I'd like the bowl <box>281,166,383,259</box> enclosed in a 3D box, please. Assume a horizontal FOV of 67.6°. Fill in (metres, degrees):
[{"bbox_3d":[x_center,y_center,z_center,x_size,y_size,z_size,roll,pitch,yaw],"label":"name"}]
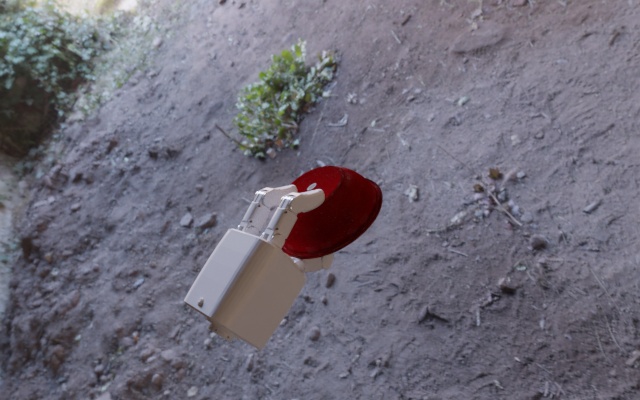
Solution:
[{"bbox_3d":[0.000,0.001,0.650,0.162,0.055,0.162,-22,32,15],"label":"bowl"}]
